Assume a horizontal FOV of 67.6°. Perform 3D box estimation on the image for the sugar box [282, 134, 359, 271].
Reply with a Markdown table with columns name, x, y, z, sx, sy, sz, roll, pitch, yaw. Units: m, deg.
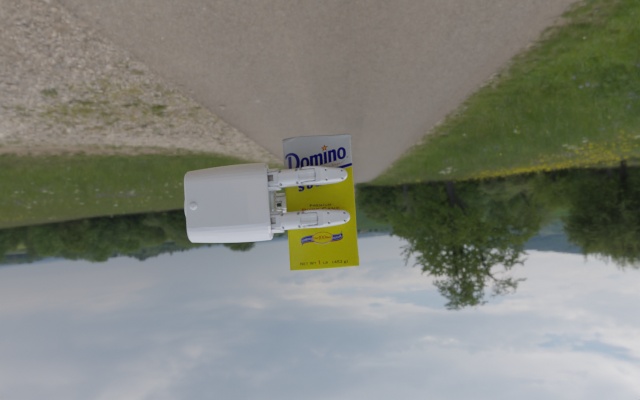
| name | x | y | z | sx | sy | sz | roll | pitch | yaw |
| --- | --- | --- | --- | --- | --- | --- | --- | --- | --- |
| sugar box | 0.000 | 0.002 | 0.640 | 0.093 | 0.176 | 0.048 | -5 | -2 | 0 |
